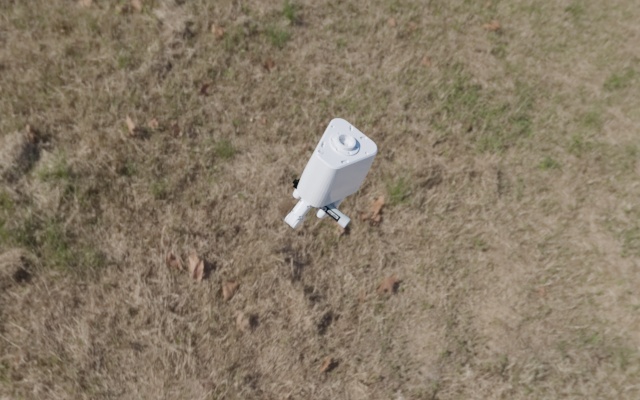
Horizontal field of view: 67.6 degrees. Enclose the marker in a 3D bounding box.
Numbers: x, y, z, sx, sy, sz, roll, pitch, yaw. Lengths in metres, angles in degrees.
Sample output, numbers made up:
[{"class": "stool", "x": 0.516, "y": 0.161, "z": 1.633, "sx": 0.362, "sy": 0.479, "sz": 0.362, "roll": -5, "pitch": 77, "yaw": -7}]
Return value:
[{"class": "marker", "x": 0.000, "y": 0.003, "z": 0.826, "sx": 0.121, "sy": 0.020, "sz": 0.020, "roll": 39, "pitch": 7, "yaw": 9}]
